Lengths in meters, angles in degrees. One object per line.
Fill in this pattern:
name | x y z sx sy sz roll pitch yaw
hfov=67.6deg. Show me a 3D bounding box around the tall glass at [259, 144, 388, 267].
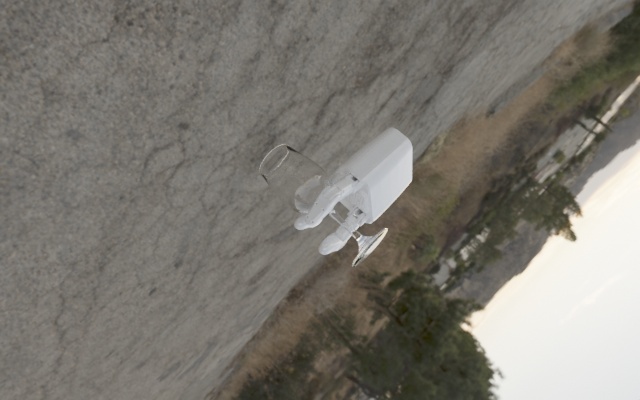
tall glass | 0.000 0.003 0.701 0.201 0.079 0.079 42 13 15
